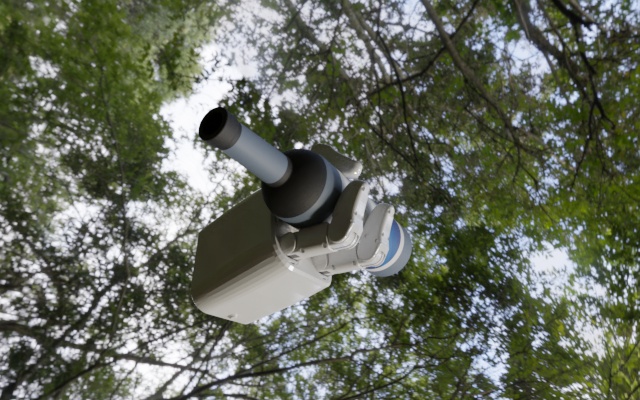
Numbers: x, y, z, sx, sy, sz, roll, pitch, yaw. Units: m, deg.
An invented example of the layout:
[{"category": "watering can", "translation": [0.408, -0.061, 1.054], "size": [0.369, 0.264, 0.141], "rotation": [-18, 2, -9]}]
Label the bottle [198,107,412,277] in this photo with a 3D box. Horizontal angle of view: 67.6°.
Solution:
[{"category": "bottle", "translation": [0.000, 0.002, 0.447], "size": [0.069, 0.069, 0.296], "rotation": [0, -22, 34]}]
